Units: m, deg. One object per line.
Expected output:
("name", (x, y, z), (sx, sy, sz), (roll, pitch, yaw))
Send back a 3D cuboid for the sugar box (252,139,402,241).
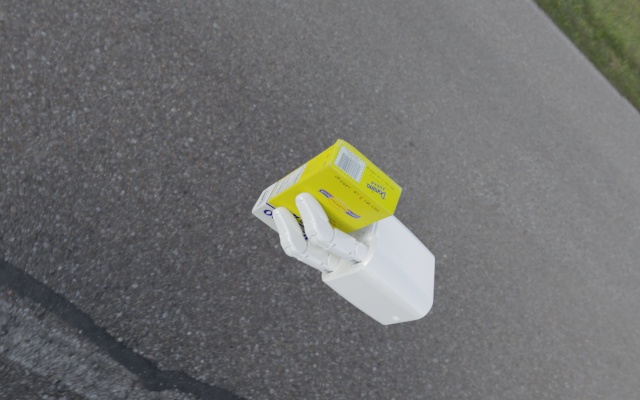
("sugar box", (0.000, 0.002, 0.563), (0.093, 0.048, 0.176), (38, -38, -17))
